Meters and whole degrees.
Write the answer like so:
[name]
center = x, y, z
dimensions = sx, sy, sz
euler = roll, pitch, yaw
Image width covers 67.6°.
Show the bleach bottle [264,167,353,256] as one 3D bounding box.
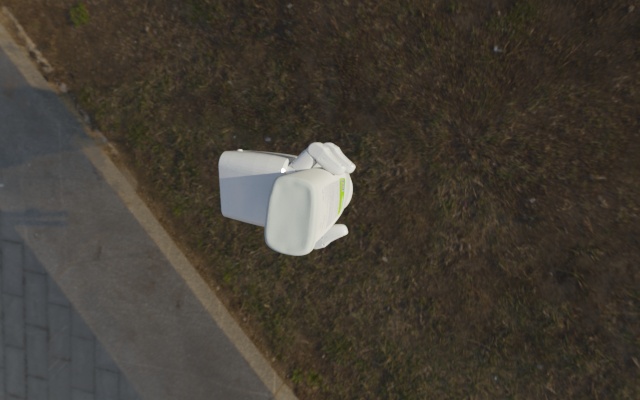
[bleach bottle]
center = 0.000, 0.002, 0.698
dimensions = 0.068, 0.102, 0.251
euler = 10, 10, 16
